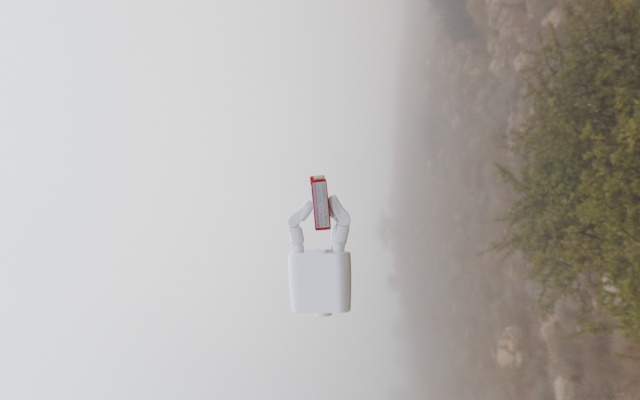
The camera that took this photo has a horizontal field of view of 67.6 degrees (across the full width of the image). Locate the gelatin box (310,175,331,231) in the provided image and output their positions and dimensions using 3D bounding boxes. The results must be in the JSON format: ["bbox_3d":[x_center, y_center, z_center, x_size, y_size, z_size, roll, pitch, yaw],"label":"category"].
[{"bbox_3d":[0.000,0.002,0.852,0.030,0.089,0.073,-6,10,-1],"label":"gelatin box"}]
